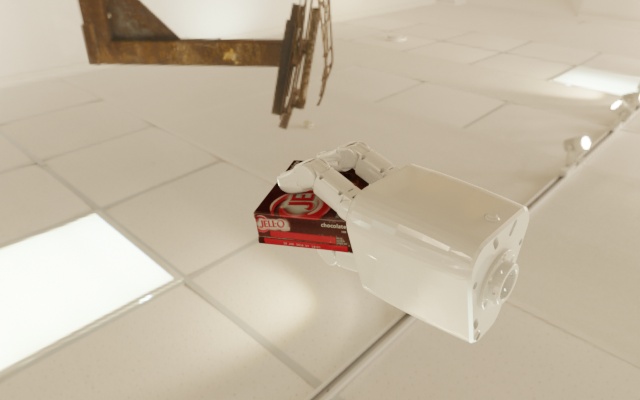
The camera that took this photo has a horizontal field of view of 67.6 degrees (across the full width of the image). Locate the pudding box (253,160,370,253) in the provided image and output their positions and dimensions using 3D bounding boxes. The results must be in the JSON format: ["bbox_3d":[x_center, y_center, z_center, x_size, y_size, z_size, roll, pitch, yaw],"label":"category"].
[{"bbox_3d":[0.000,0.002,0.451,0.090,0.039,0.113,5,28,15],"label":"pudding box"}]
